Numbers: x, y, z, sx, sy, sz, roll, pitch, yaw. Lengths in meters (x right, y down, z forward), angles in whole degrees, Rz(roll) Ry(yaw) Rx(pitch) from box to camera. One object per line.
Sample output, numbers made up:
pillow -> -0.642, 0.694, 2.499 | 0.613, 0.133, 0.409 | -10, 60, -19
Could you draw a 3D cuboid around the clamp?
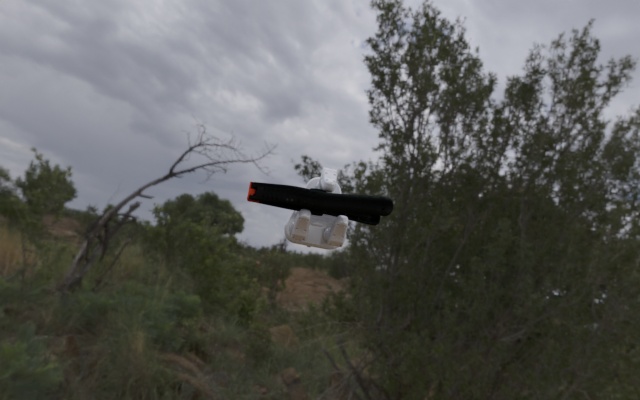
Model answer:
clamp -> 0.000, 0.001, 0.682 | 0.210, 0.036, 0.164 | 10, -9, -5
